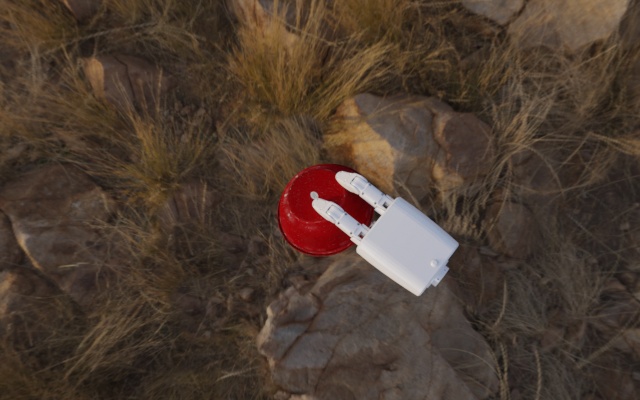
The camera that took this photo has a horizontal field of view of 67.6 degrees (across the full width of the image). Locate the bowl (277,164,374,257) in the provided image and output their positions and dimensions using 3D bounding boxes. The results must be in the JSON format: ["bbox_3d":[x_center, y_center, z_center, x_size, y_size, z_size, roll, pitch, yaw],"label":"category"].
[{"bbox_3d":[-0.001,0.002,0.743,0.162,0.162,0.055,0,-24,17],"label":"bowl"}]
